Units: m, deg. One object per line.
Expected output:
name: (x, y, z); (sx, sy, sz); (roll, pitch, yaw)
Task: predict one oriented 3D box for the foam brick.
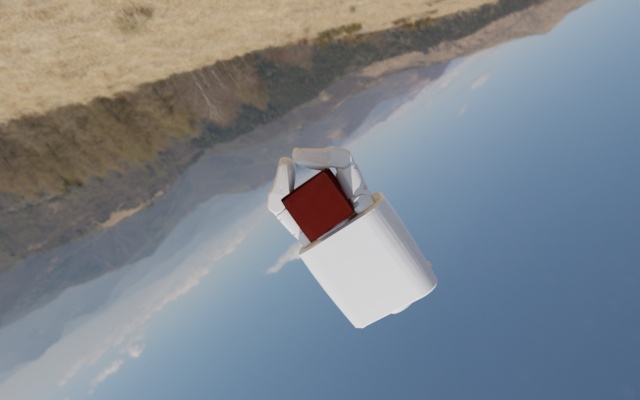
foam brick: (0.000, 0.002, 0.484); (0.053, 0.051, 0.078); (-34, 3, 8)
